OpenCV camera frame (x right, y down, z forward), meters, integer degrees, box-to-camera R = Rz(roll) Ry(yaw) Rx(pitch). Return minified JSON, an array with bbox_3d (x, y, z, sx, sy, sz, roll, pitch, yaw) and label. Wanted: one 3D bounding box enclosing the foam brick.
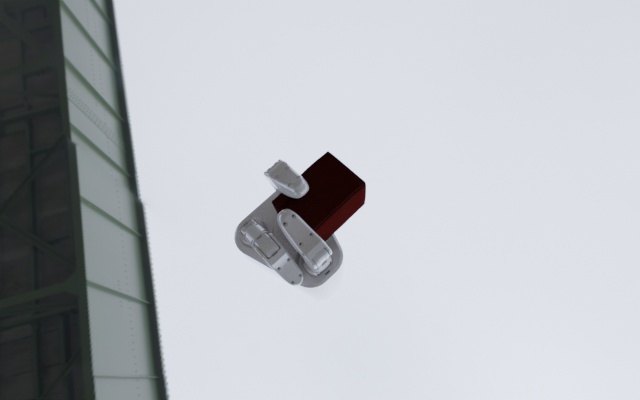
[{"bbox_3d":[0.000,0.001,0.471,0.053,0.078,0.051,44,-11,20],"label":"foam brick"}]
